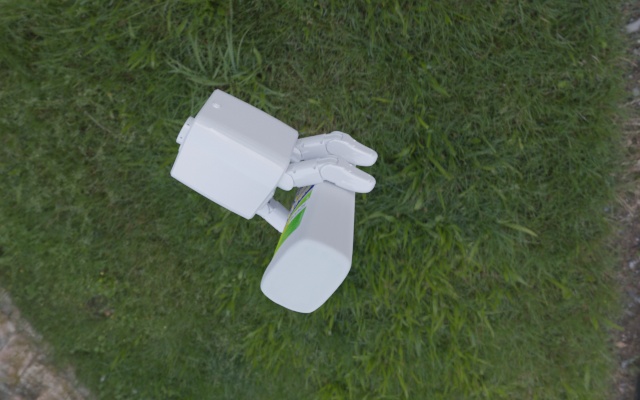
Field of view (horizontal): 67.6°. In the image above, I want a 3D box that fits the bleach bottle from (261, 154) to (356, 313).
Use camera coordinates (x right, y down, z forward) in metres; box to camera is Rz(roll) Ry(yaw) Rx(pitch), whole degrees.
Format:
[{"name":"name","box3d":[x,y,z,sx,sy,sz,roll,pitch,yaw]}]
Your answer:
[{"name":"bleach bottle","box3d":[0.000,0.002,0.558,0.068,0.103,0.250,29,35,-13]}]
